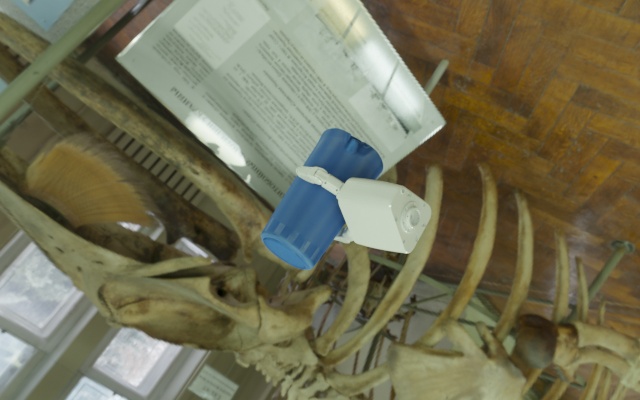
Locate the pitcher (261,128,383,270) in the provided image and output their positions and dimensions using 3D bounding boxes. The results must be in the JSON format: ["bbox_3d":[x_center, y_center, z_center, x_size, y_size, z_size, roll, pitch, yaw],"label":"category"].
[{"bbox_3d":[0.000,0.003,0.868,0.145,0.242,0.149,11,-31,44],"label":"pitcher"}]
